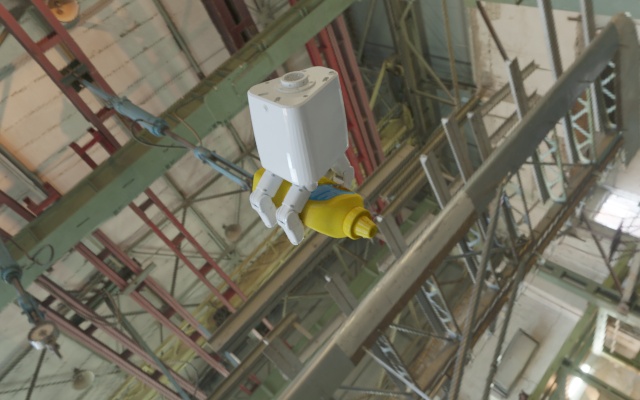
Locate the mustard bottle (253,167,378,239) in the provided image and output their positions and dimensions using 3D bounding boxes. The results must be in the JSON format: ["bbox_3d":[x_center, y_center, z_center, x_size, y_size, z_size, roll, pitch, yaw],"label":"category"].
[{"bbox_3d":[0.000,0.002,0.646,0.096,0.058,0.191,-10,29,-43],"label":"mustard bottle"}]
